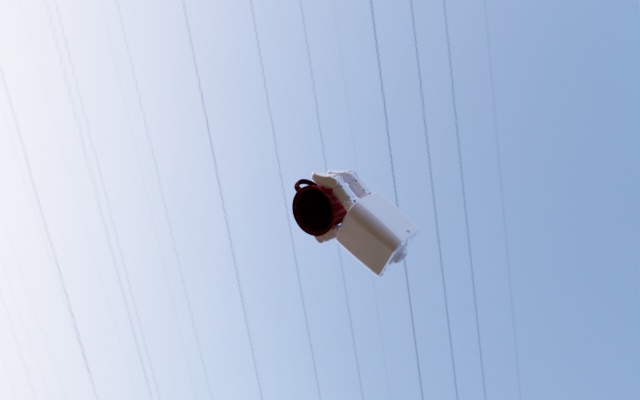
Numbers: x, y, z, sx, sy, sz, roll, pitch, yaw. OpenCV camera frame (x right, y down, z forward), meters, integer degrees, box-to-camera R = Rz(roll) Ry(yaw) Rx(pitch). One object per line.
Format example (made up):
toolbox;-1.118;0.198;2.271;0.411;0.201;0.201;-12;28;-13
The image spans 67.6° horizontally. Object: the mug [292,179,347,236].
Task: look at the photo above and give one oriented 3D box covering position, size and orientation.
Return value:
mug;-0.001;0.002;0.882;0.117;0.093;0.081;43;33;18
